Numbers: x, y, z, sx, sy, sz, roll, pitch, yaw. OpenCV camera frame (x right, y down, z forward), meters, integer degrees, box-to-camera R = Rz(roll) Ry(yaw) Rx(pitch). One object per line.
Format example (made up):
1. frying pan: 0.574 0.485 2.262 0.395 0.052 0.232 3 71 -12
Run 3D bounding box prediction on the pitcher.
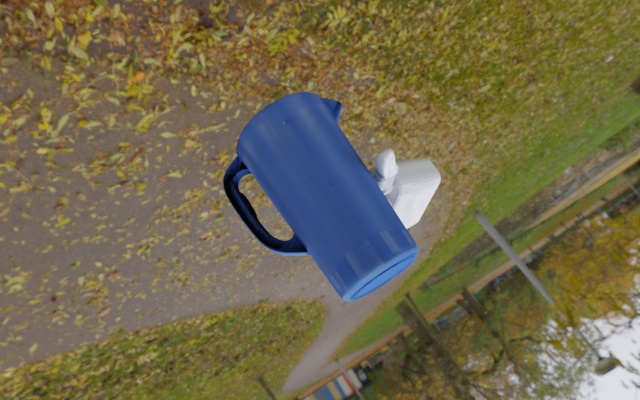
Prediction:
1. pitcher: 0.000 0.002 0.589 0.145 0.242 0.149 -14 -27 -45
